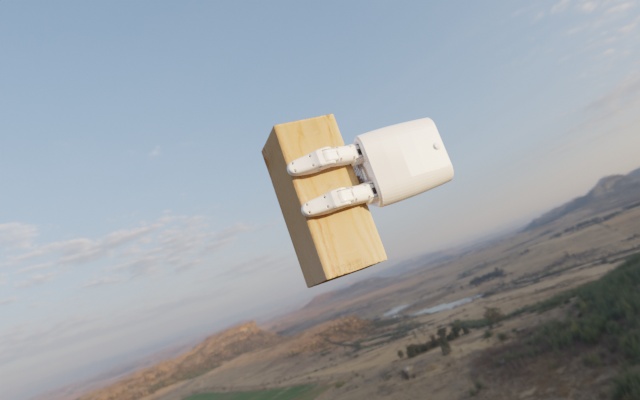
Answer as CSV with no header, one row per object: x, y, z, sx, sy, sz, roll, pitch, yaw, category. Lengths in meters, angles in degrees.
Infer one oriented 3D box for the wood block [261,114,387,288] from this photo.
0.000,0.002,0.644,0.090,0.206,0.091,-15,-12,-21,wood block
